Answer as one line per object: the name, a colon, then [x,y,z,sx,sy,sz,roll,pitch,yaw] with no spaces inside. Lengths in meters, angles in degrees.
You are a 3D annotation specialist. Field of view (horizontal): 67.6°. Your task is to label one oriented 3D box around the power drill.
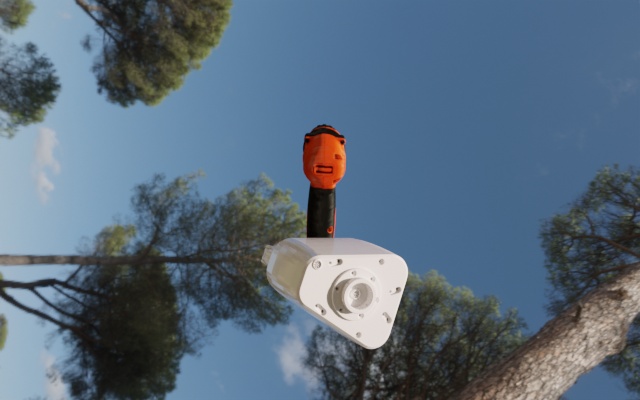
power drill: [0.000,0.003,0.607,0.057,0.188,0.184,2,18,2]
